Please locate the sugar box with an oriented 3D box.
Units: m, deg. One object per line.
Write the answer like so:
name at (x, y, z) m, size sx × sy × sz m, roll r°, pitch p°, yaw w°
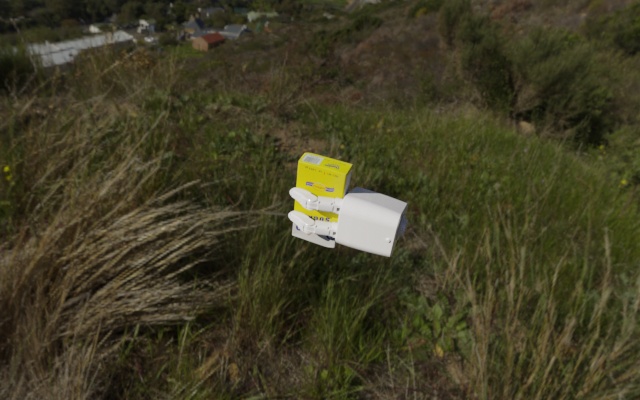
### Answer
sugar box at (0.000, 0.003, 0.895) m, size 0.093 × 0.176 × 0.048 m, roll 17°, pitch 35°, yaw 14°
